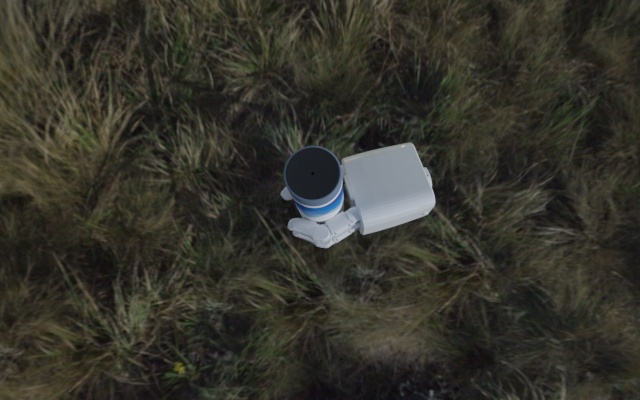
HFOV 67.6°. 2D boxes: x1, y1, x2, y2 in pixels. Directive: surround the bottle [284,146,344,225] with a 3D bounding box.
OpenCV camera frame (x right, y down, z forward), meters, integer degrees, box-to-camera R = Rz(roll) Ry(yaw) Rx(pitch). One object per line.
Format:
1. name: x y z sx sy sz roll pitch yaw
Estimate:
1. bottle: 0.000 0.002 0.683 0.069 0.069 0.296 0 -13 4
